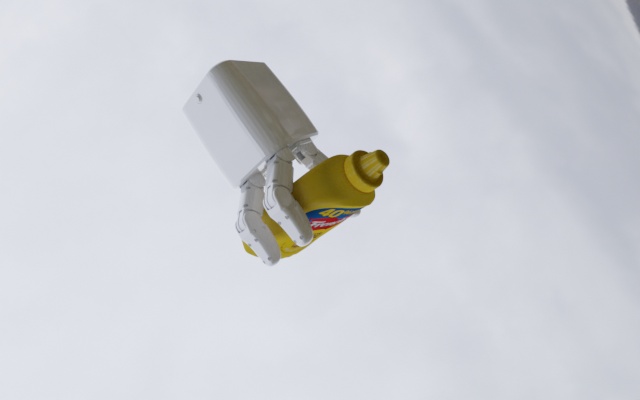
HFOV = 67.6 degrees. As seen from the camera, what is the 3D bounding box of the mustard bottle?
[{"bbox_3d":[0.000,0.002,0.501,0.096,0.058,0.192,-1,-26,-42],"label":"mustard bottle"}]
